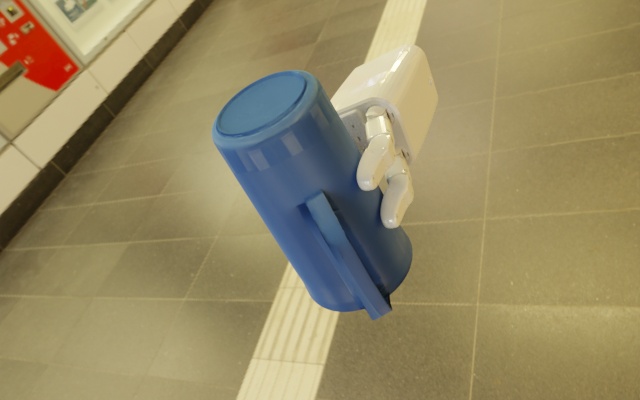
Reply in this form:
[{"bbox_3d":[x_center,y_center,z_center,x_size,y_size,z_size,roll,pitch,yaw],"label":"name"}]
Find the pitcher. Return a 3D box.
[{"bbox_3d":[0.000,0.001,0.480,0.149,0.145,0.243,5,-40,37],"label":"pitcher"}]
